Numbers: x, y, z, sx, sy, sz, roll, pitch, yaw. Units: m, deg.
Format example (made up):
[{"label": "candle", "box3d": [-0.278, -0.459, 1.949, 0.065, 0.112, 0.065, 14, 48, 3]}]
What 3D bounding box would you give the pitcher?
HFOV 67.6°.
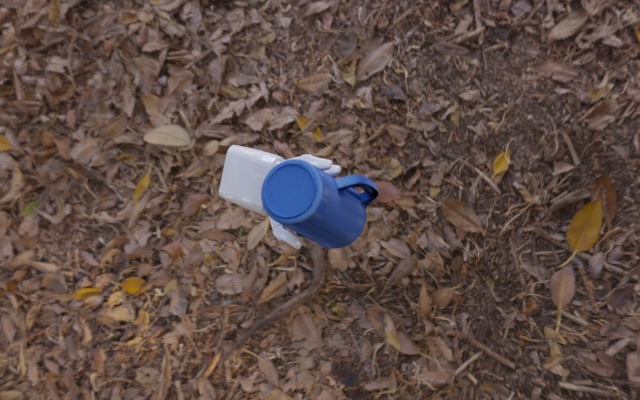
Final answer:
[{"label": "pitcher", "box3d": [0.000, 0.003, 0.859, 0.145, 0.149, 0.243, 20, -4, 22]}]
